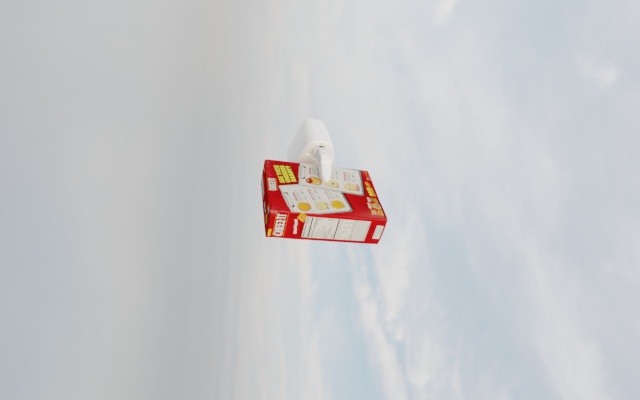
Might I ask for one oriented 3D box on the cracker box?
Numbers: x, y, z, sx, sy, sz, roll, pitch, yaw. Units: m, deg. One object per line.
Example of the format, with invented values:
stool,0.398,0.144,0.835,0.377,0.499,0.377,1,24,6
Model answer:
cracker box,0.000,0.003,0.899,0.214,0.072,0.164,5,36,-14
